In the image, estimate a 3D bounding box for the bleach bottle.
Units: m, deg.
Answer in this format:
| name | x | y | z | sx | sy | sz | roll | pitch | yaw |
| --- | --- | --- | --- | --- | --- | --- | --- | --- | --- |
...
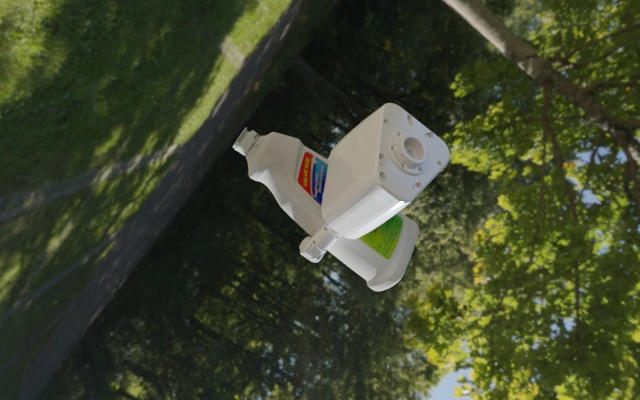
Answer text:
| name | x | y | z | sx | sy | sz | roll | pitch | yaw |
| --- | --- | --- | --- | --- | --- | --- | --- | --- | --- |
| bleach bottle | 0.000 | 0.002 | 0.588 | 0.251 | 0.102 | 0.068 | 36 | -35 | -11 |
